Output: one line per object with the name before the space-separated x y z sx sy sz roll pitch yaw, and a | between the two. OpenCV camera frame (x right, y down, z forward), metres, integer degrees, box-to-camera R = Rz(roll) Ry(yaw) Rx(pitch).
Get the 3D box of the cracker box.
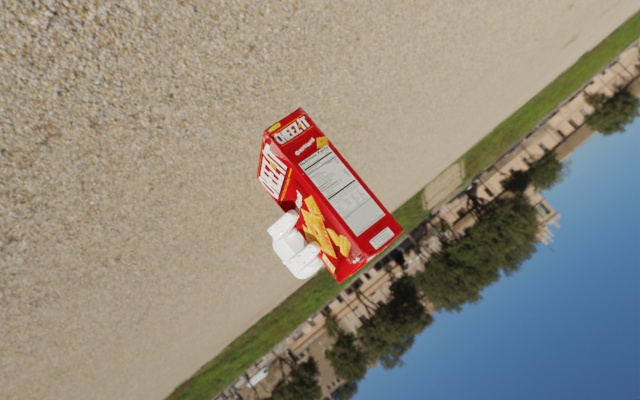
cracker box | 0.000 0.002 0.673 0.072 0.213 0.164 -36 -9 -21
